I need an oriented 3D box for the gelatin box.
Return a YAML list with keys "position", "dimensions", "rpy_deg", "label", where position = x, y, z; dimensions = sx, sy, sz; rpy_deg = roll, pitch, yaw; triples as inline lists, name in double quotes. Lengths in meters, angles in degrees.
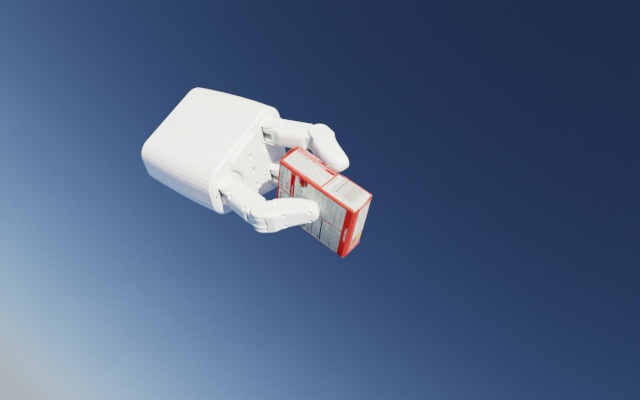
- position: [0.000, 0.002, 0.446]
  dimensions: [0.089, 0.073, 0.030]
  rpy_deg: [35, 55, 20]
  label: "gelatin box"
